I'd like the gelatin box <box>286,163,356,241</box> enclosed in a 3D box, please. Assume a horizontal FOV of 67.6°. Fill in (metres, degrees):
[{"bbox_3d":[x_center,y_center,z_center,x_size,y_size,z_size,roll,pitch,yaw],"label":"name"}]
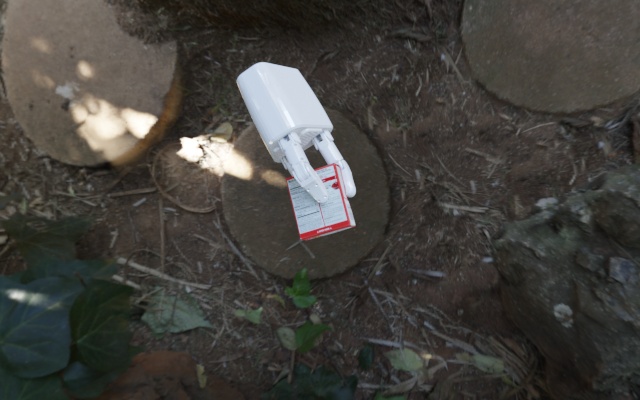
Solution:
[{"bbox_3d":[0.000,0.002,0.645,0.073,0.089,0.030,-17,-11,16],"label":"gelatin box"}]
